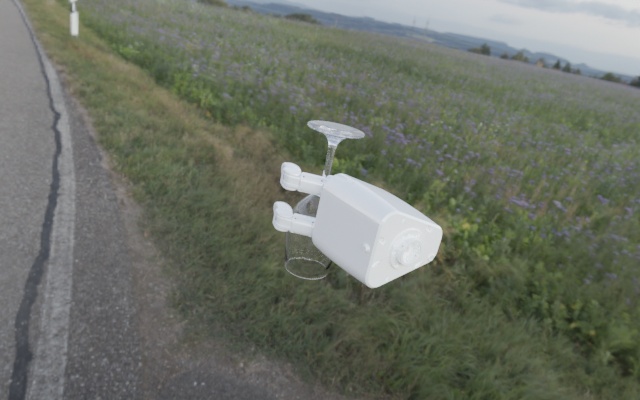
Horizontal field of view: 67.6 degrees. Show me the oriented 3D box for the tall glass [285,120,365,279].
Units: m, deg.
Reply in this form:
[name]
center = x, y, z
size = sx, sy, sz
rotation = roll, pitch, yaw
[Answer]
[tall glass]
center = 0.000, 0.001, 0.629
size = 0.079, 0.201, 0.079
rotation = 11, 19, -4
